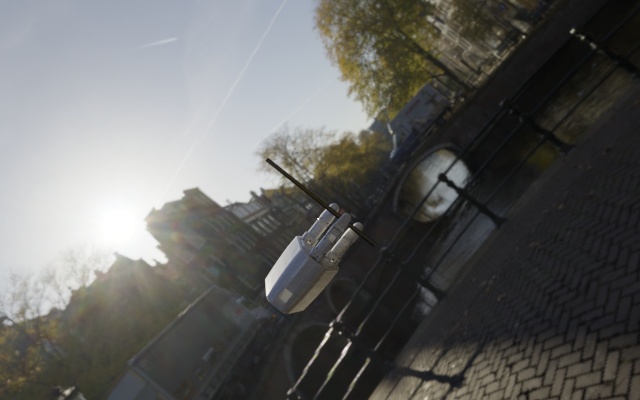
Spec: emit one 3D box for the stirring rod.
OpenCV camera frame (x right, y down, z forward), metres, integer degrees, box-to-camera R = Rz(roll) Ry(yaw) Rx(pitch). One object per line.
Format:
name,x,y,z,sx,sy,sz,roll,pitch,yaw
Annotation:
stirring rod,0.000,0.003,0.831,0.239,0.011,0.011,38,2,2
